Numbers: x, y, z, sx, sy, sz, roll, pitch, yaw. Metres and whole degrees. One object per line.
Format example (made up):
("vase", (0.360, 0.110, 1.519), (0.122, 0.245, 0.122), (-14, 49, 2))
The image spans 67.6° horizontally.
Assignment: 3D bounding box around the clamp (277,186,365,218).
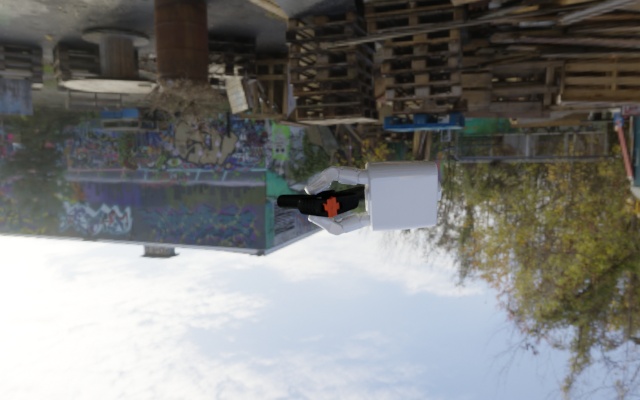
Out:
("clamp", (0.000, 0.003, 0.771), (0.164, 0.036, 0.210), (-6, 5, 4))
